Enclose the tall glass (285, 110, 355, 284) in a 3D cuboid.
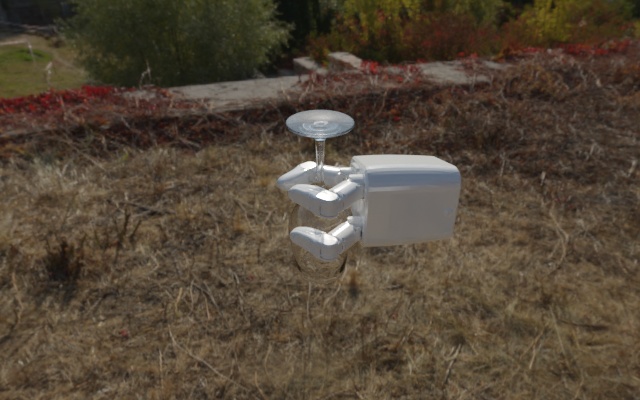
[{"bbox_3d":[0.000,0.001,0.560,0.079,0.201,0.079,0,31,0],"label":"tall glass"}]
